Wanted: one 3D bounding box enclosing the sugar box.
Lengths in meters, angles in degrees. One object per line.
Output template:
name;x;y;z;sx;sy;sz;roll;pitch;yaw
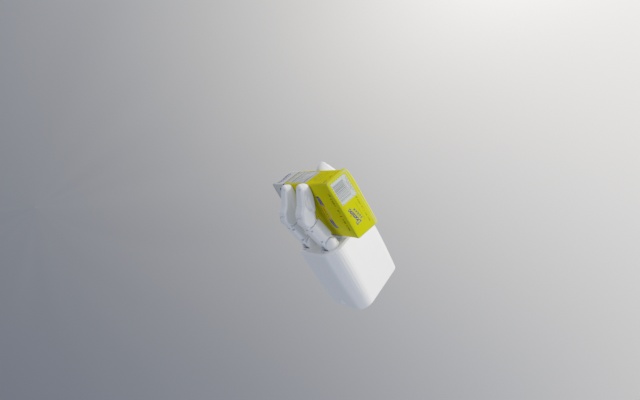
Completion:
sugar box;0.000;0.003;0.712;0.048;0.093;0.176;-39;18;-25
